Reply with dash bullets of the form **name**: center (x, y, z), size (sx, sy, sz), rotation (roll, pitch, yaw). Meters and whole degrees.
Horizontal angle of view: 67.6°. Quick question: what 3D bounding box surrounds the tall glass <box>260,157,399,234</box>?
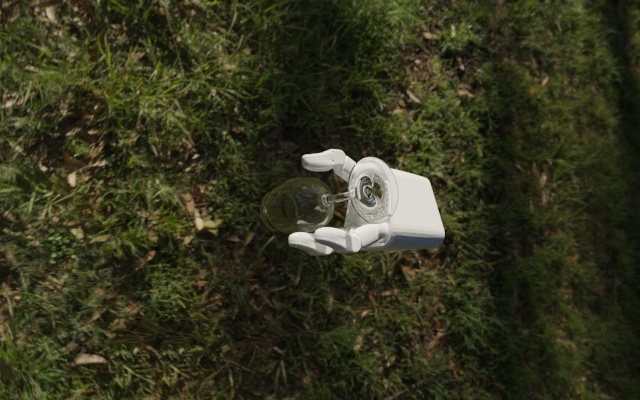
- **tall glass**: center (0.000, 0.002, 0.598), size (0.079, 0.079, 0.201), rotation (0, -8, -37)
